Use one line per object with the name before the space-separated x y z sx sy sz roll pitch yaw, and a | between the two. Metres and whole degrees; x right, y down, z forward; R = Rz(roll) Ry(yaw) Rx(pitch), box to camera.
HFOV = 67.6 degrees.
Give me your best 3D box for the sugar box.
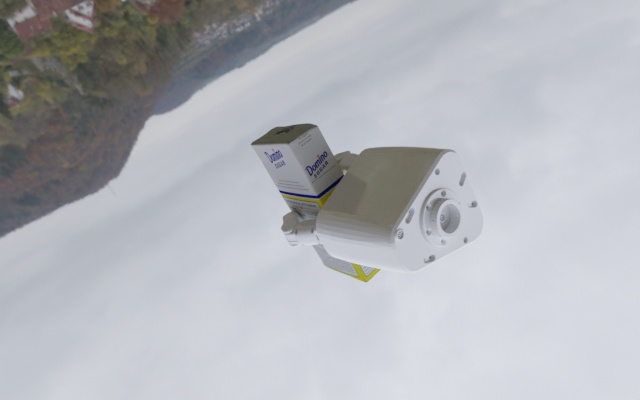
sugar box | 0.001 0.001 0.522 0.048 0.176 0.093 -36 23 -23
